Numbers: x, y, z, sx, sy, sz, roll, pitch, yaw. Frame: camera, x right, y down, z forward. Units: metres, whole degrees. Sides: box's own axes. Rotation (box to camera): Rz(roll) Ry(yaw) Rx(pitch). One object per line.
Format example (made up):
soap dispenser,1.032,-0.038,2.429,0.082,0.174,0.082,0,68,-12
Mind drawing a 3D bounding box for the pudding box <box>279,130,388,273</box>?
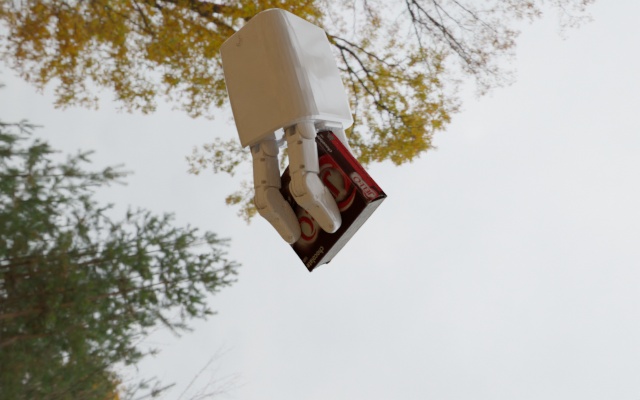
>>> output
pudding box,0.000,0.001,0.471,0.039,0.090,0.113,-17,-29,-45
